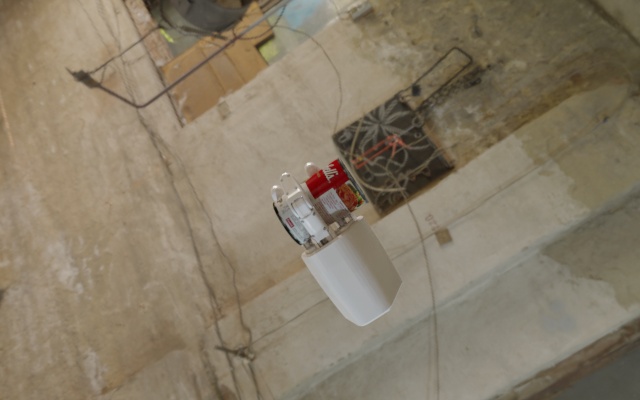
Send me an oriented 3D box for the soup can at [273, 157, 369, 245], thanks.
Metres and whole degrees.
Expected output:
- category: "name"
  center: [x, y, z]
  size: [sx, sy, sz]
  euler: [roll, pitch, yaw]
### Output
- category: "soup can"
  center: [0.000, 0.002, 0.599]
  size: [0.102, 0.068, 0.068]
  euler: [-34, -4, 6]
